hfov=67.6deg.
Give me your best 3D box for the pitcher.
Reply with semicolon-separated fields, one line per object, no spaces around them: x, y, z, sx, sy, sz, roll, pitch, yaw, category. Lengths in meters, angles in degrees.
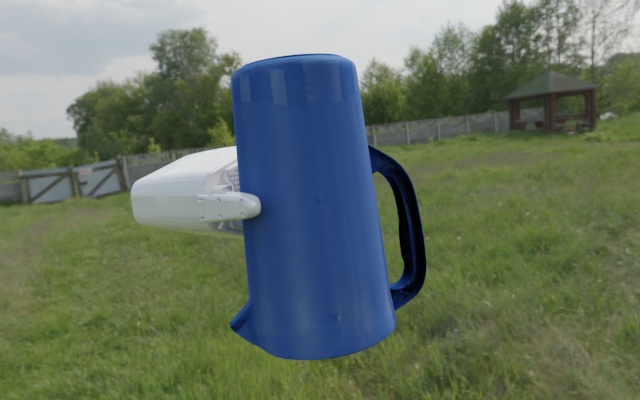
0.000;0.001;0.426;0.145;0.243;0.149;-2;9;30;pitcher
